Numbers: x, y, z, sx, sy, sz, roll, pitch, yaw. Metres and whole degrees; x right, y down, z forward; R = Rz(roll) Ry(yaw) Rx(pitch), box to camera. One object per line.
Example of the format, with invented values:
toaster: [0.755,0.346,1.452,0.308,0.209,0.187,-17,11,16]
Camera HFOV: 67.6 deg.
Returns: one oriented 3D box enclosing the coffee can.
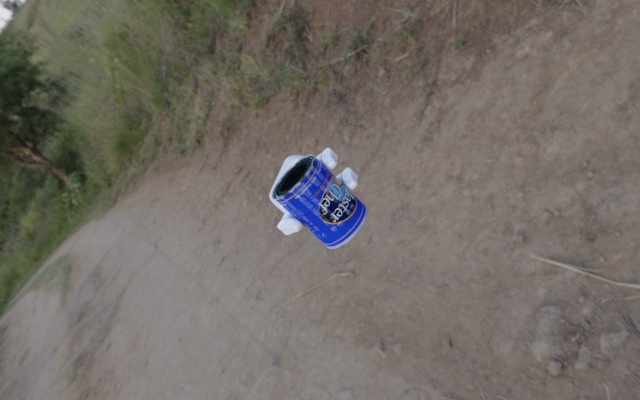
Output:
coffee can: [0.000,0.003,0.838,0.140,0.102,0.103,43,-19,-21]
